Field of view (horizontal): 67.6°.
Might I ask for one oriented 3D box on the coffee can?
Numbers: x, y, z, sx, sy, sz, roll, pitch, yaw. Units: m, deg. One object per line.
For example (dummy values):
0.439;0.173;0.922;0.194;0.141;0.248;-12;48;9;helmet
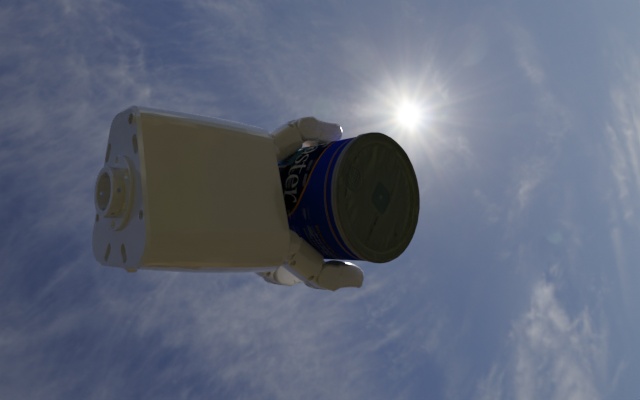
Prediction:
0.000;0.001;0.422;0.103;0.103;0.140;0;-3;-44;coffee can
